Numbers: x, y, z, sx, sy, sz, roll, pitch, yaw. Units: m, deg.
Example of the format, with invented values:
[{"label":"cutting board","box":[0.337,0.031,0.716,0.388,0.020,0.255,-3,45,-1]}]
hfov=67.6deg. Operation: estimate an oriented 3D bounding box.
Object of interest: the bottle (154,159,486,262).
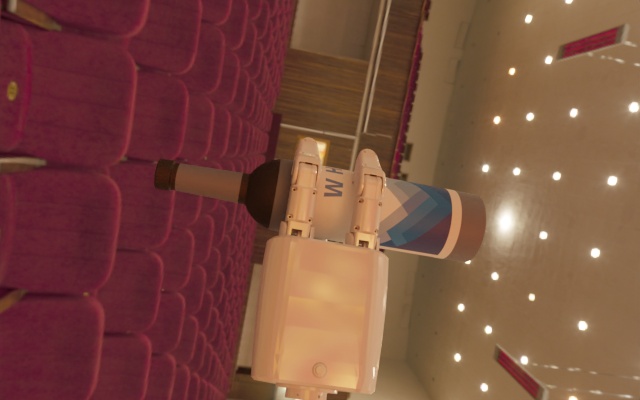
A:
[{"label":"bottle","box":[0.000,0.001,0.441,0.296,0.069,0.069,10,-1,-7]}]
